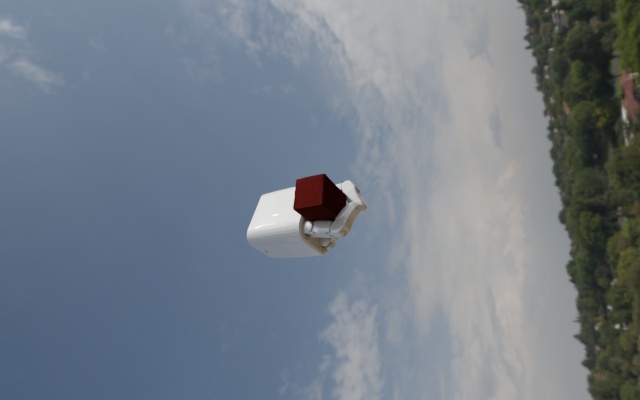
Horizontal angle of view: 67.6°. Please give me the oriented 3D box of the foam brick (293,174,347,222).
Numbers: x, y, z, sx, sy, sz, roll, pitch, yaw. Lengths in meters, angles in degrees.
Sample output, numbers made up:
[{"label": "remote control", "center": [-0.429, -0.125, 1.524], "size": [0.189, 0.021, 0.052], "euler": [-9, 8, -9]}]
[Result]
[{"label": "foam brick", "center": [0.000, 0.002, 0.729], "size": [0.051, 0.053, 0.078], "euler": [-8, -29, 27]}]
